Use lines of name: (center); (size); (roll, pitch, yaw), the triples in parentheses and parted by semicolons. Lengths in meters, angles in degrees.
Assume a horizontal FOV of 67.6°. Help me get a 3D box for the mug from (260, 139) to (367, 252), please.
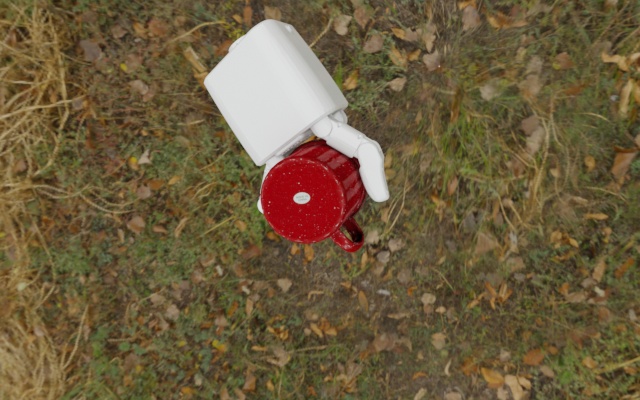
mug: (0.001, 0.003, 0.458); (0.093, 0.117, 0.081); (-35, 3, 20)
